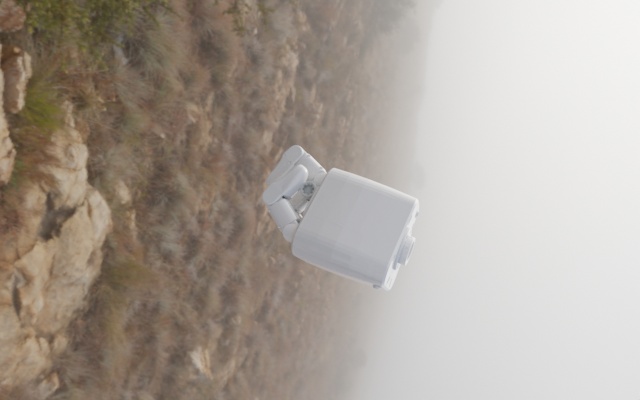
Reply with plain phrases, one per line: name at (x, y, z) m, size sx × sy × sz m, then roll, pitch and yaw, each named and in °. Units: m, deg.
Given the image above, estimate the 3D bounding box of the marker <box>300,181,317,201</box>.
marker at (0.000, 0.002, 0.587) m, size 0.020 × 0.020 × 0.121 m, roll 0°, pitch -14°, yaw 14°
